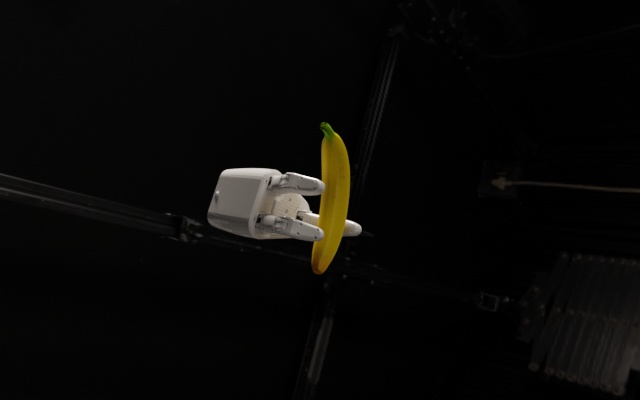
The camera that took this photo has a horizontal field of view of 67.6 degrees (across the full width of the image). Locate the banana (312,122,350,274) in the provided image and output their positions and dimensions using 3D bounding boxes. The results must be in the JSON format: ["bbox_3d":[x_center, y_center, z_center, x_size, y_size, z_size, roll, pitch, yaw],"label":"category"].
[{"bbox_3d":[0.011,-0.003,0.637,0.037,0.198,0.069,8,11,36],"label":"banana"}]
